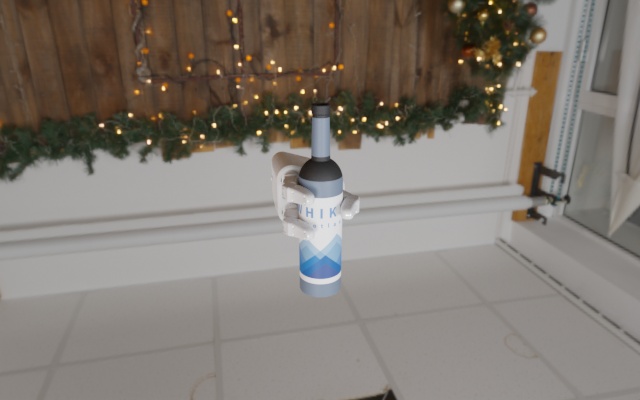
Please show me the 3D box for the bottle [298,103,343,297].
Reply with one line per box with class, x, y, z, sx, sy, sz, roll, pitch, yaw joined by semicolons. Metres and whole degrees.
bottle;0.000;0.003;0.721;0.069;0.296;0.069;0;21;0
